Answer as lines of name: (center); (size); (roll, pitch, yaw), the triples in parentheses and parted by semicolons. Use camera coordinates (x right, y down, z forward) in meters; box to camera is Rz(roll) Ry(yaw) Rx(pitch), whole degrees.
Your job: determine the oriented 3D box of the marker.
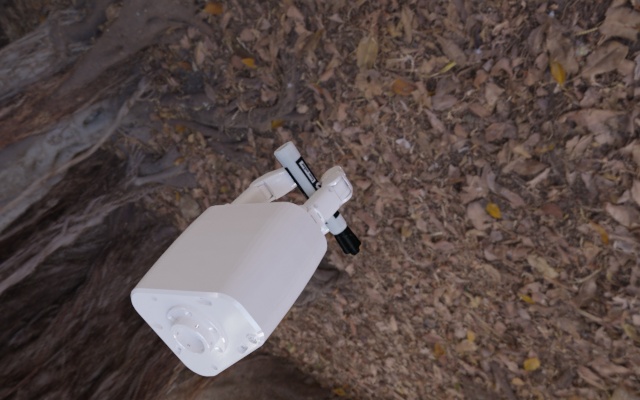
marker: (0.000, 0.001, 0.430); (0.020, 0.121, 0.020); (-31, 17, 11)
